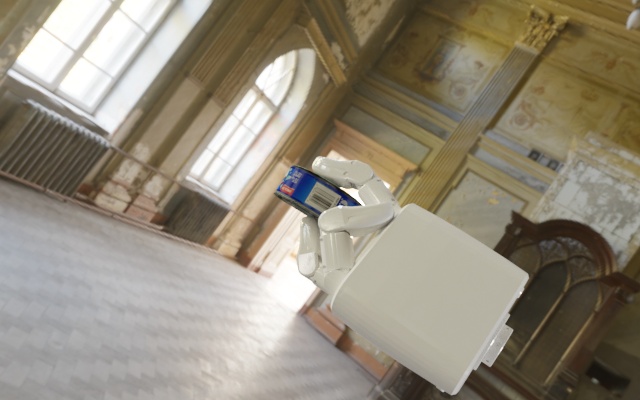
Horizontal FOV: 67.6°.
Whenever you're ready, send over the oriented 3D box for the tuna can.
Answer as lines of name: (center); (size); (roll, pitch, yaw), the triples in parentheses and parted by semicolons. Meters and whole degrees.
tuna can: (0.000, 0.001, 0.457); (0.086, 0.034, 0.086); (31, -5, 3)
